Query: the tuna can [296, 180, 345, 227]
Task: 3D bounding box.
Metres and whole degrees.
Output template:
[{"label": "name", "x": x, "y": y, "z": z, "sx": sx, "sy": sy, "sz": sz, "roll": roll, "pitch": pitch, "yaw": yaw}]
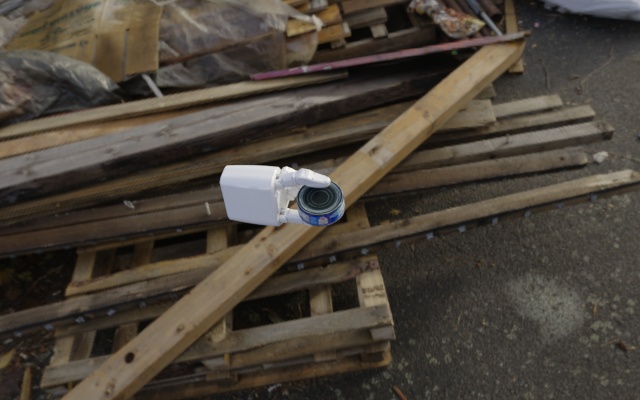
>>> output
[{"label": "tuna can", "x": 0.000, "y": 0.002, "z": 0.853, "sx": 0.086, "sy": 0.086, "sz": 0.034, "roll": 0, "pitch": -39, "yaw": 6}]
